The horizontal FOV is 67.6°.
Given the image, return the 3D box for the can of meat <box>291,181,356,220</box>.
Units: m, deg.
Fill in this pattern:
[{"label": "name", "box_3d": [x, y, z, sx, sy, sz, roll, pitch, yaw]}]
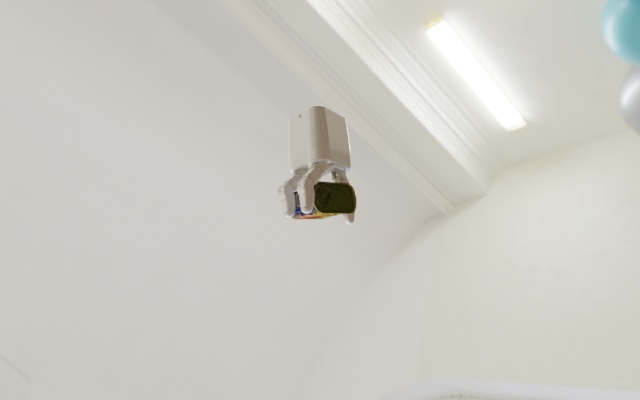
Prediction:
[{"label": "can of meat", "box_3d": [0.000, 0.003, 0.878, 0.102, 0.057, 0.084, 2, -12, -41]}]
